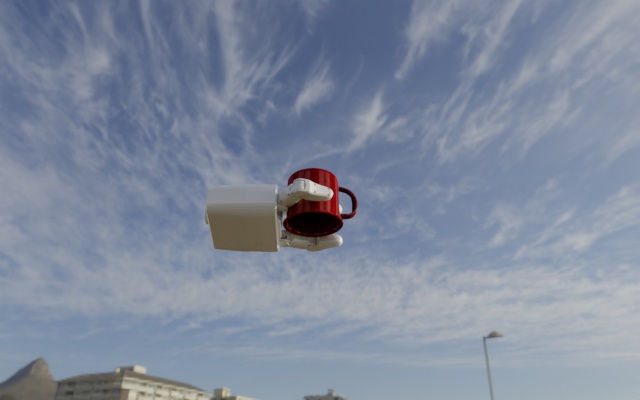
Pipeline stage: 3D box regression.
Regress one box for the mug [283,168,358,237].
[{"bbox_3d":[0.002,0.002,0.750,0.117,0.081,0.093,0,-29,-2],"label":"mug"}]
